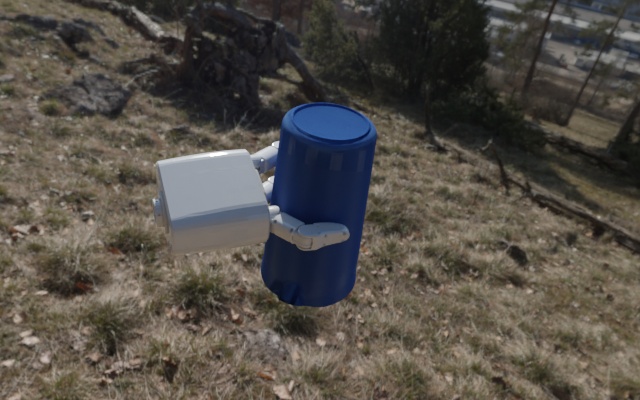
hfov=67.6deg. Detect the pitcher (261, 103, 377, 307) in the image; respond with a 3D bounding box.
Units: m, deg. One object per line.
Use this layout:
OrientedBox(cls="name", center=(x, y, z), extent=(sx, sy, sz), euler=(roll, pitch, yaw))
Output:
OrientedBox(cls="pitcher", center=(0.000, 0.002, 0.607), extent=(0.145, 0.243, 0.149), euler=(-9, 40, -22))
